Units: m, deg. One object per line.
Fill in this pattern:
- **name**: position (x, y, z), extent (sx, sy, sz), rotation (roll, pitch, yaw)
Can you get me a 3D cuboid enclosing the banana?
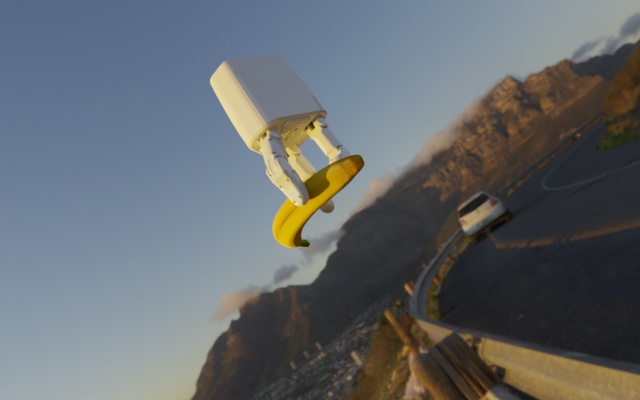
- **banana**: position (-0.016, 0.009, 0.579), extent (0.069, 0.037, 0.198), rotation (-19, -22, -34)
